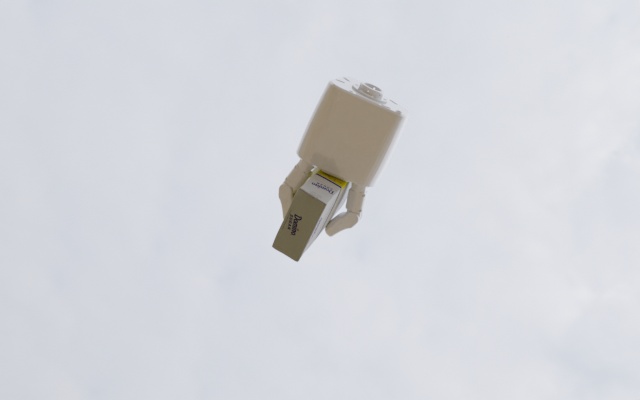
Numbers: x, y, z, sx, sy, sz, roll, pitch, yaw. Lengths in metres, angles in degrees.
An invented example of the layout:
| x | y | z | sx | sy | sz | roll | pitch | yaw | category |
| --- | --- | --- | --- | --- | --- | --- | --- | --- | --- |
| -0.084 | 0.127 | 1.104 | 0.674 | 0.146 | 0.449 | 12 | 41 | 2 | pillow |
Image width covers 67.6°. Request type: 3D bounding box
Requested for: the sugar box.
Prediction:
| x | y | z | sx | sy | sz | roll | pitch | yaw | category |
| --- | --- | --- | --- | --- | --- | --- | --- | --- | --- |
| 0.000 | 0.002 | 0.647 | 0.048 | 0.093 | 0.176 | 31 | 26 | 9 | sugar box |
